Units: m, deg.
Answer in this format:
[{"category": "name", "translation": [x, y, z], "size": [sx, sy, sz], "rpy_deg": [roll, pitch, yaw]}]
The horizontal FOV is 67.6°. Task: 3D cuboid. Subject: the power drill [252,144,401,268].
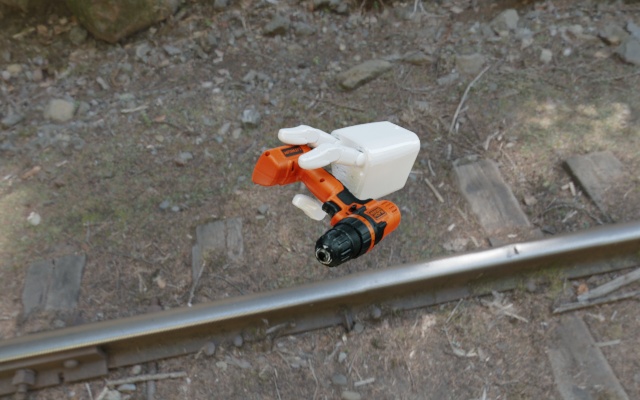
[{"category": "power drill", "translation": [0.000, 0.002, 0.635], "size": [0.187, 0.057, 0.184], "rpy_deg": [40, 30, 18]}]
